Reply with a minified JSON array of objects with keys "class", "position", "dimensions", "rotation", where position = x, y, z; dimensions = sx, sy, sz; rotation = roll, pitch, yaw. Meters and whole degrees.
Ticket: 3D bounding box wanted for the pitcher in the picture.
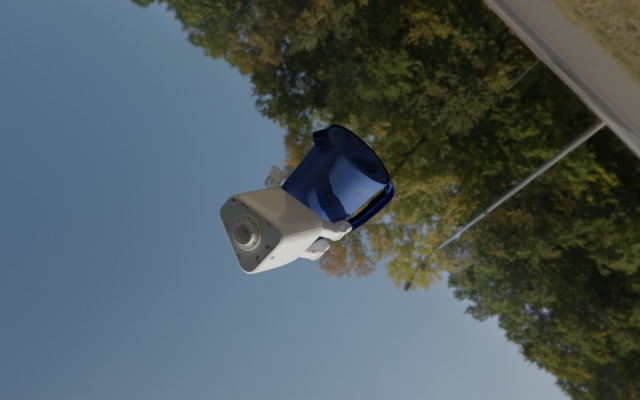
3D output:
[{"class":"pitcher","position":[0.000,0.003,0.824],"dimensions":[0.243,0.149,0.145],"rotation":[-46,-14,25]}]
